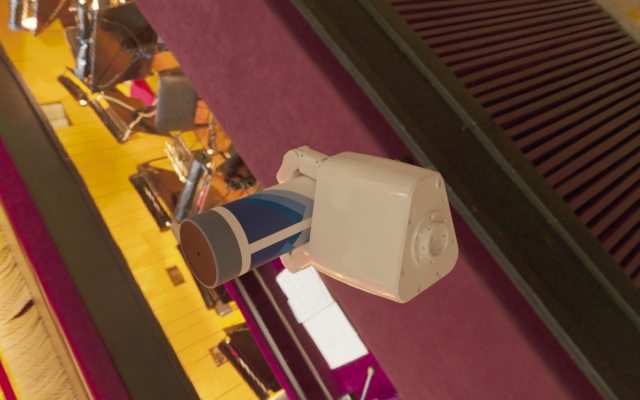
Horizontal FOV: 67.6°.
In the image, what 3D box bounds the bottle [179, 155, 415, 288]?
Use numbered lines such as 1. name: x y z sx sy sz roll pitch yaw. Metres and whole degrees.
1. bottle: 0.000 0.002 0.509 0.295 0.069 0.069 -23 14 -37
